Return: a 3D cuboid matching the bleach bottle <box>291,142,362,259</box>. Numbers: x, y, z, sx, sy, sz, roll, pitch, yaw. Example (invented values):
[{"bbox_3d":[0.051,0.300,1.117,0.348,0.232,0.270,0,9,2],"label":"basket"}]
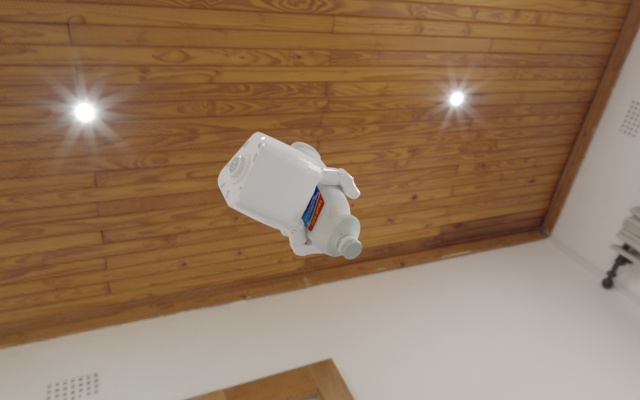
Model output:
[{"bbox_3d":[0.000,0.003,0.760,0.068,0.102,0.250,26,15,-37],"label":"bleach bottle"}]
